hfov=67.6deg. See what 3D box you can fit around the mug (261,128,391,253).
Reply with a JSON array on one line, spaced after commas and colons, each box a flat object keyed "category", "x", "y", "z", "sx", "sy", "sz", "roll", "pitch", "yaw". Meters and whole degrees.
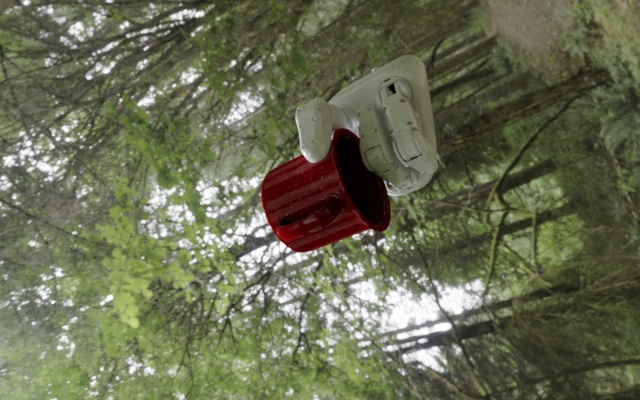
[{"category": "mug", "x": 0.000, "y": 0.002, "z": 0.404, "sx": 0.081, "sy": 0.093, "sz": 0.117, "roll": -23, "pitch": 16, "yaw": 26}]
